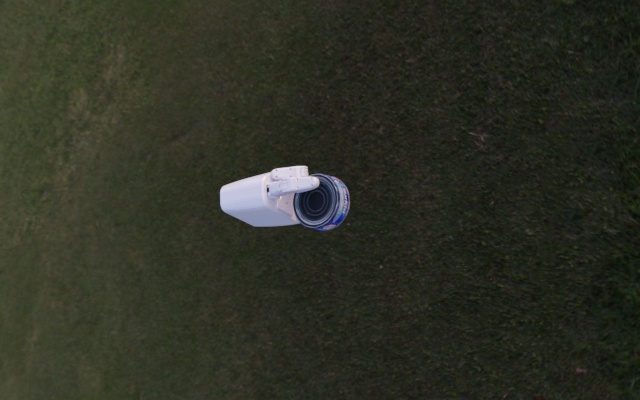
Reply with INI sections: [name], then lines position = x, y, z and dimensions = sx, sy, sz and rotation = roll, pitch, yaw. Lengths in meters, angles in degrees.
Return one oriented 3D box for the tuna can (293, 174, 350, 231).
[tuna can]
position = 0.000, 0.002, 0.731
dimensions = 0.086, 0.086, 0.034
rotation = 0, -8, 34
